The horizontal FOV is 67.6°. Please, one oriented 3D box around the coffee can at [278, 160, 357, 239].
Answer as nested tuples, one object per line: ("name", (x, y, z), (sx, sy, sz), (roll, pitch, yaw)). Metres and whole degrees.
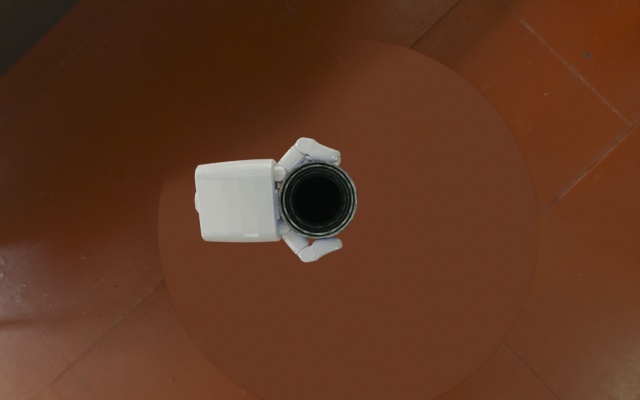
("coffee can", (0.000, 0.002, 0.682), (0.103, 0.103, 0.140), (0, -3, 3))
